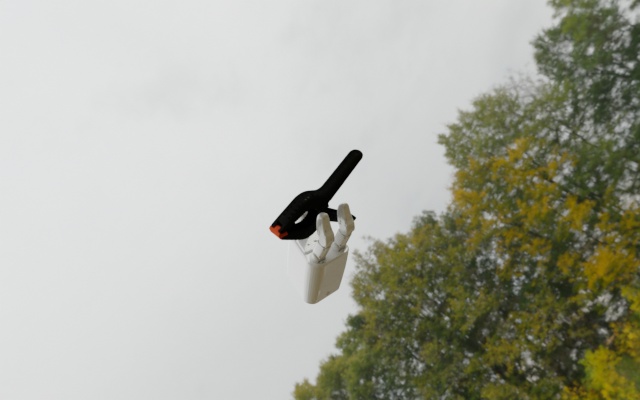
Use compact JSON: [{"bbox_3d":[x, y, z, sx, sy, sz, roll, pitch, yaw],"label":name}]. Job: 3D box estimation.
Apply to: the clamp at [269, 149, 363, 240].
[{"bbox_3d":[-0.001,0.003,0.844,0.210,0.165,0.036,-24,44,-39],"label":"clamp"}]
